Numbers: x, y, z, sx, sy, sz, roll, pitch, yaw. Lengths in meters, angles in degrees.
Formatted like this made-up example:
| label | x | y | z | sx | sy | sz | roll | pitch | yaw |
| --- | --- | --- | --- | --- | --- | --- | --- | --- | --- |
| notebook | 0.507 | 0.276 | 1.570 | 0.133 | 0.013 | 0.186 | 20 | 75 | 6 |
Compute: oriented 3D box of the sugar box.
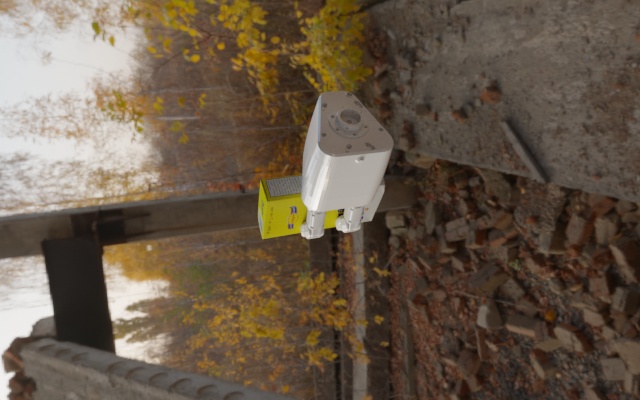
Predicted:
| label | x | y | z | sx | sy | sz | roll | pitch | yaw |
| --- | --- | --- | --- | --- | --- | --- | --- | --- | --- |
| sugar box | 0.000 | 0.003 | 0.691 | 0.176 | 0.048 | 0.093 | -7 | -36 | -16 |
